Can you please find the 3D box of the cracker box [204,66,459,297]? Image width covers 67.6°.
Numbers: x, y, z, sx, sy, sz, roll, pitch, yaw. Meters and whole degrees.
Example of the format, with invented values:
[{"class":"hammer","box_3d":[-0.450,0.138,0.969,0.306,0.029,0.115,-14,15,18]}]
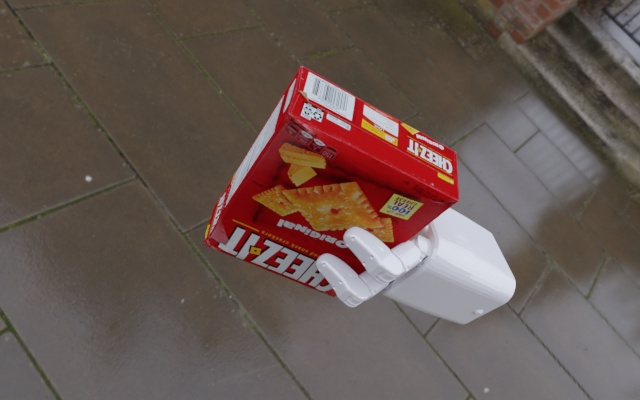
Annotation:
[{"class":"cracker box","box_3d":[0.000,0.001,0.465,0.164,0.072,0.214,26,-44,-16]}]
